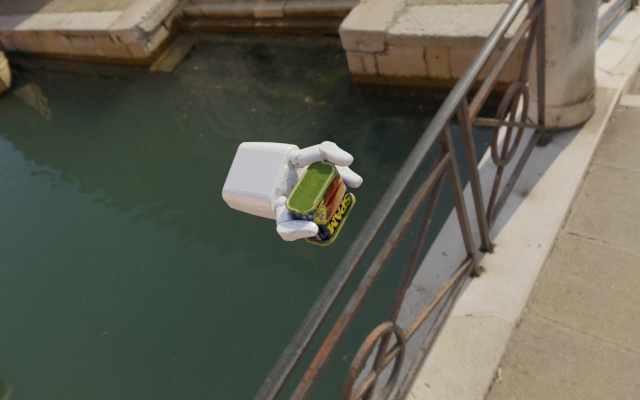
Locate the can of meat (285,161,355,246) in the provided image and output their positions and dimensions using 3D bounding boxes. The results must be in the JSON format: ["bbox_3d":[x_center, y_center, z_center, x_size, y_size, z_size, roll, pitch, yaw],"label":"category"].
[{"bbox_3d":[0.000,0.002,0.724,0.057,0.102,0.084,13,-30,34],"label":"can of meat"}]
